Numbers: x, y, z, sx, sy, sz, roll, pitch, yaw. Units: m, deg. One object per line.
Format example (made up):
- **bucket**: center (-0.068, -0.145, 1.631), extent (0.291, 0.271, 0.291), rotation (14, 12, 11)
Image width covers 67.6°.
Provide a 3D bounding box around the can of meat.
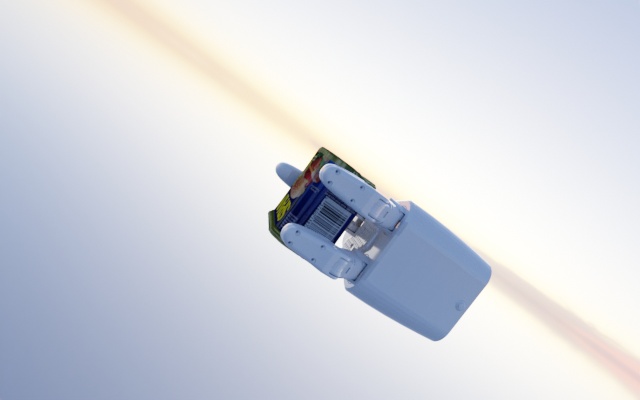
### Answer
- **can of meat**: center (0.000, 0.001, 0.429), extent (0.057, 0.084, 0.102), rotation (36, 5, -11)
